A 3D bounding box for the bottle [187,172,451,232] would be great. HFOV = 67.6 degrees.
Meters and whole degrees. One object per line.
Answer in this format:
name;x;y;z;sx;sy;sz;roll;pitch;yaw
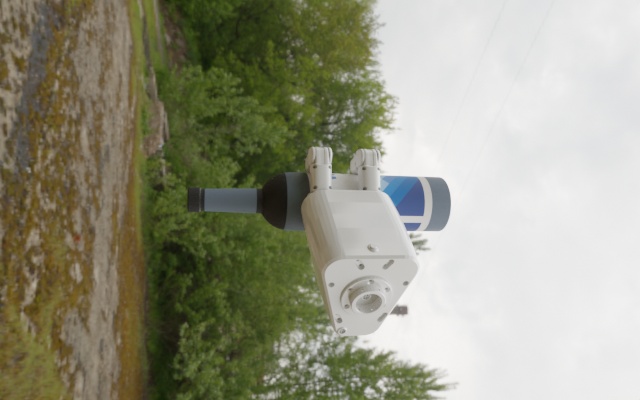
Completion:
bottle;0.000;0.002;0.549;0.296;0.069;0.069;1;0;-12
